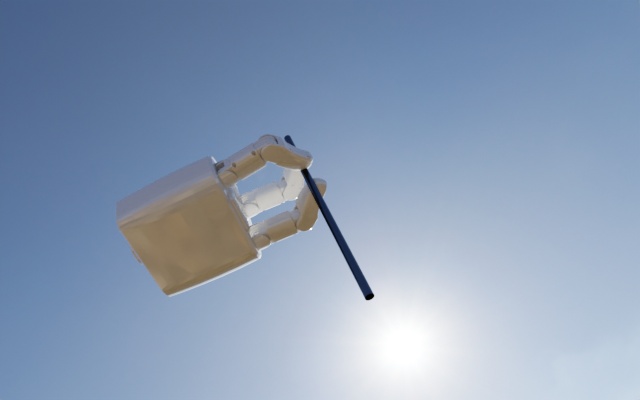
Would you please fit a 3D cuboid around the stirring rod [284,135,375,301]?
[{"bbox_3d":[0.000,0.002,0.451,0.011,0.011,0.239,0,37,-23],"label":"stirring rod"}]
